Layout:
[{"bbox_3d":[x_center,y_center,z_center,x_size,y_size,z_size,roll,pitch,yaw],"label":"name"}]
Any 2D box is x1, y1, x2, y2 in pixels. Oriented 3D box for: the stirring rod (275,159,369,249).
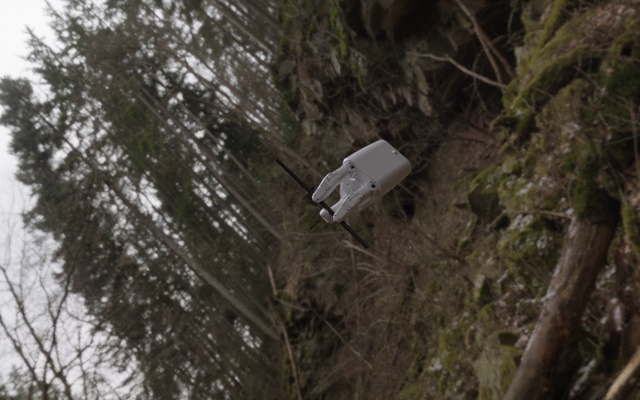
[{"bbox_3d":[0.000,0.003,0.874,0.239,0.011,0.011,44,15,17],"label":"stirring rod"}]
